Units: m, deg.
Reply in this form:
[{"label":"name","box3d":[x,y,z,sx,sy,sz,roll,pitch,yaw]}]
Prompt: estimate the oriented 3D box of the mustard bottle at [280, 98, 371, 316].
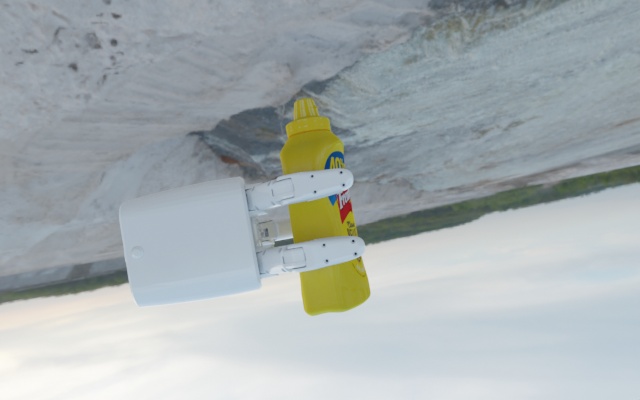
[{"label":"mustard bottle","box3d":[0.000,0.002,0.438,0.058,0.191,0.096,-11,-4,18]}]
